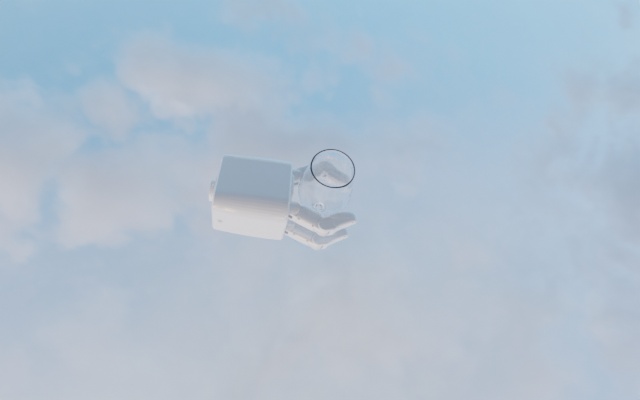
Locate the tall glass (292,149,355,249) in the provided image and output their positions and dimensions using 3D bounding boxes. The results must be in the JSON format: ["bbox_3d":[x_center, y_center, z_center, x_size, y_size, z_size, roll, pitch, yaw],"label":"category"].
[{"bbox_3d":[0.000,0.003,0.725,0.079,0.079,0.201,0,-27,-11],"label":"tall glass"}]
